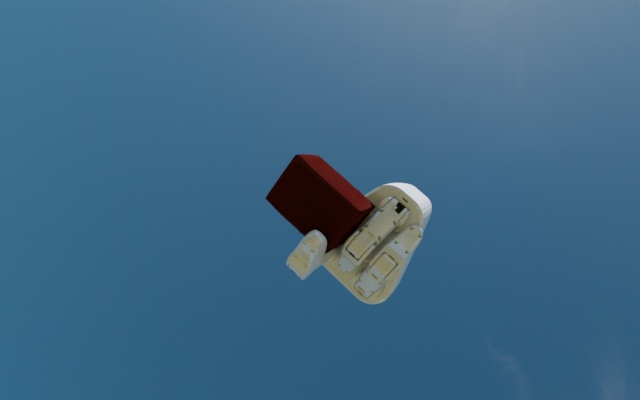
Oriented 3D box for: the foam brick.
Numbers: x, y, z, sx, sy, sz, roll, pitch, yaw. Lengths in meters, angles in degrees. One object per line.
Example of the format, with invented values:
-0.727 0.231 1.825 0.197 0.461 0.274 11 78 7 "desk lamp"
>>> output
0.000 0.001 0.439 0.078 0.053 0.051 43 19 11 "foam brick"
